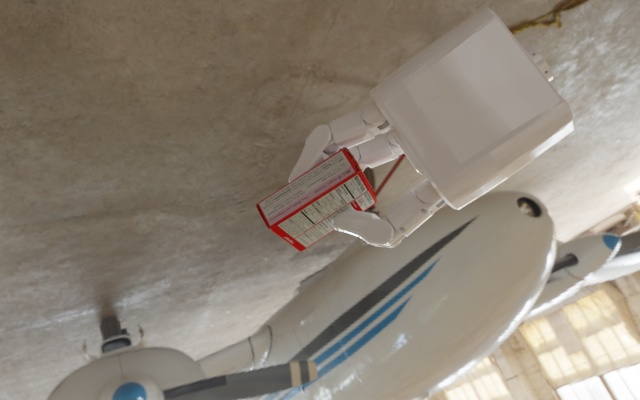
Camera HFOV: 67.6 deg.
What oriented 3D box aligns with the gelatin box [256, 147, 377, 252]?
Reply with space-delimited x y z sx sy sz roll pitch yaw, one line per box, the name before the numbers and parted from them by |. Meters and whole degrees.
gelatin box | 0.000 0.002 0.411 0.089 0.030 0.073 -33 -27 5
